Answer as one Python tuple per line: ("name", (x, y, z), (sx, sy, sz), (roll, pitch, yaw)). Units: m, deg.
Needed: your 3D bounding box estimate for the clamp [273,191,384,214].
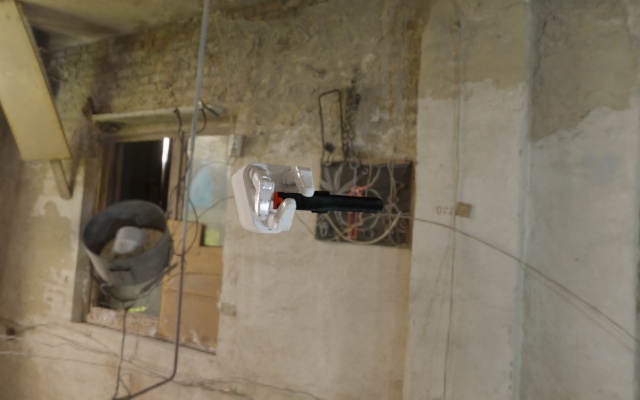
("clamp", (0.000, 0.003, 0.760), (0.171, 0.039, 0.120), (5, -6, -23))
